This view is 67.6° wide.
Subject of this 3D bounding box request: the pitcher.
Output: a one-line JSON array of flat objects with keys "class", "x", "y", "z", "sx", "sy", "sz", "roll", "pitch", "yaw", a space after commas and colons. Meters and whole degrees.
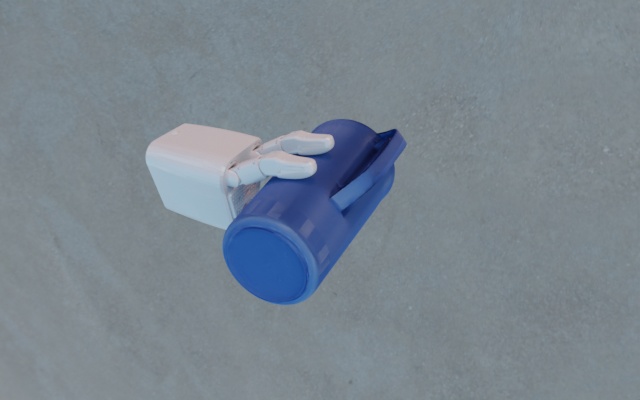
[{"class": "pitcher", "x": 0.000, "y": 0.002, "z": 0.554, "sx": 0.145, "sy": 0.149, "sz": 0.242, "roll": 17, "pitch": 35, "yaw": 16}]
